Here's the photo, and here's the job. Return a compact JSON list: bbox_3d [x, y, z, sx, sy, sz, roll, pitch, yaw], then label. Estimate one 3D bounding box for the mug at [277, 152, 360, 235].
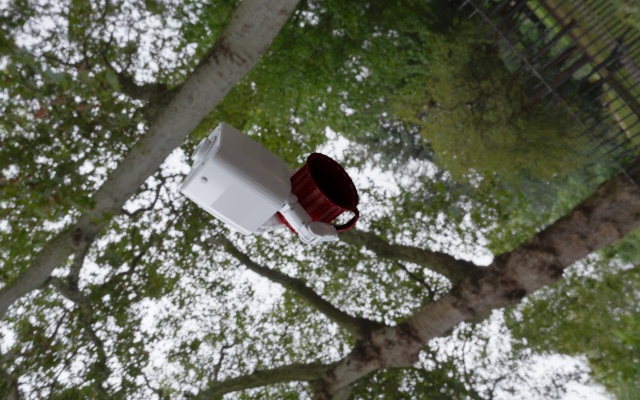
[{"bbox_3d":[0.001,0.003,0.652,0.117,0.093,0.081,36,-57,-22],"label":"mug"}]
